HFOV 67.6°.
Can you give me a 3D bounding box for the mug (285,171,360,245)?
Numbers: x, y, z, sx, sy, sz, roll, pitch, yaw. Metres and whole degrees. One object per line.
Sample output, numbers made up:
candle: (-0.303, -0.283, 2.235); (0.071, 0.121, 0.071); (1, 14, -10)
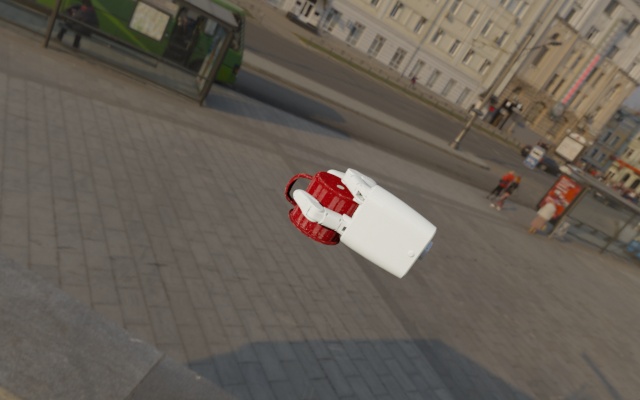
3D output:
mug: (-0.001, 0.001, 0.739); (0.117, 0.081, 0.093); (34, 20, 6)
